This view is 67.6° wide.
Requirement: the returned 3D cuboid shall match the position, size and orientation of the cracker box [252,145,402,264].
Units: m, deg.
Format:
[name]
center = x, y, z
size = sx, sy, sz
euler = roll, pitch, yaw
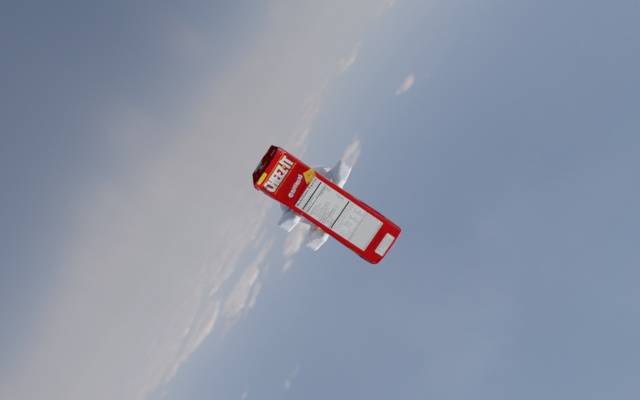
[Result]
[cracker box]
center = 0.000, 0.002, 0.731
size = 0.214, 0.072, 0.164
euler = 33, 1, -11
